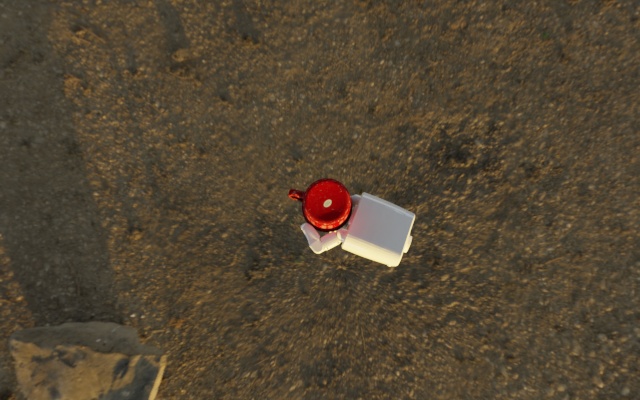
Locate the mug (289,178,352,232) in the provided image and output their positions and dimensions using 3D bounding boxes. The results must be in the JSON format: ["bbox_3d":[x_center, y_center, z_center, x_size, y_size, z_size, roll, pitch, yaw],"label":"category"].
[{"bbox_3d":[-0.001,0.002,0.837,0.117,0.093,0.081,21,-6,4],"label":"mug"}]
